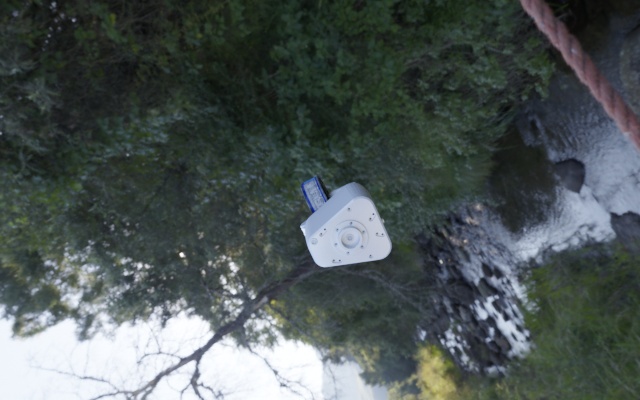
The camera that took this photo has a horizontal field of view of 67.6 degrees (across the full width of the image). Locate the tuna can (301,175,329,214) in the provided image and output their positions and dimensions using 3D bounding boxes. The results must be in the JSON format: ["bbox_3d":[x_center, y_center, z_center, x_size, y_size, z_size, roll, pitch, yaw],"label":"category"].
[{"bbox_3d":[0.000,0.003,0.810,0.034,0.086,0.086,-27,-3,6],"label":"tuna can"}]
